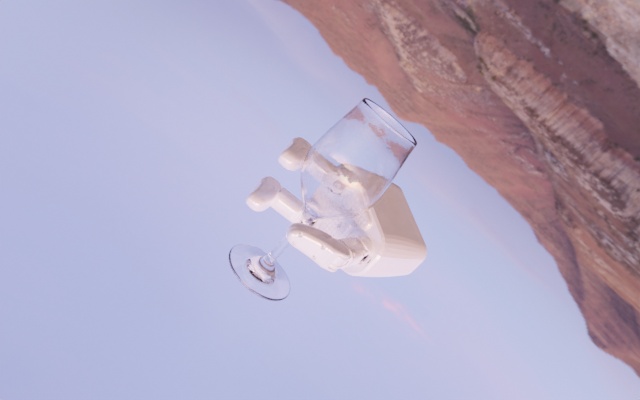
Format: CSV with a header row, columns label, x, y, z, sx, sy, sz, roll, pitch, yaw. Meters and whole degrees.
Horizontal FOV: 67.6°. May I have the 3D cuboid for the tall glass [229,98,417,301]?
label,x,y,z,sx,sy,sz,roll,pitch,yaw
tall glass,0.000,0.002,0.448,0.079,0.201,0.079,35,21,-15
